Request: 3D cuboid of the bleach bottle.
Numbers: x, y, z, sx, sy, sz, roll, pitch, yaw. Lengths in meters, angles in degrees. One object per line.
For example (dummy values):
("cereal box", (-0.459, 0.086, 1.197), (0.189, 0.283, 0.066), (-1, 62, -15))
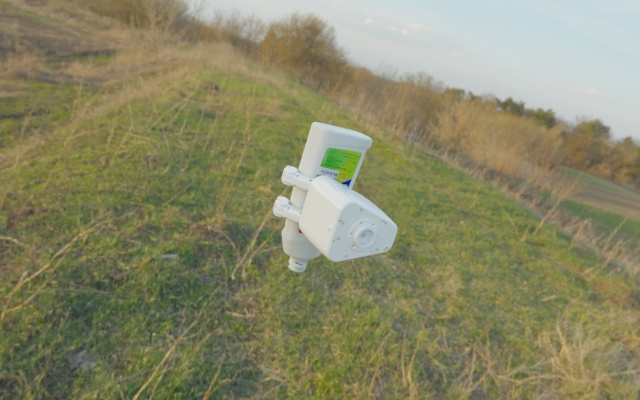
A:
("bleach bottle", (0.000, 0.003, 0.798), (0.102, 0.251, 0.068), (9, 17, -27))
